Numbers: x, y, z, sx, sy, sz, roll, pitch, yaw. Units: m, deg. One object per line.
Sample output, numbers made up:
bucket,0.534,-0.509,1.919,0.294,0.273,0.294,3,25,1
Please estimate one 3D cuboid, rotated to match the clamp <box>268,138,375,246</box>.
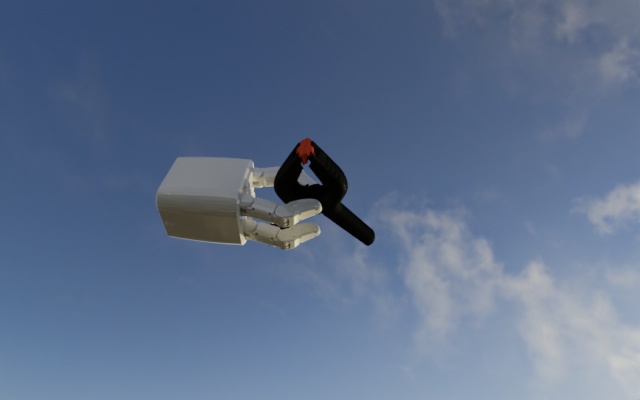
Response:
clamp,0.000,0.001,0.639,0.164,0.036,0.210,3,-38,0
